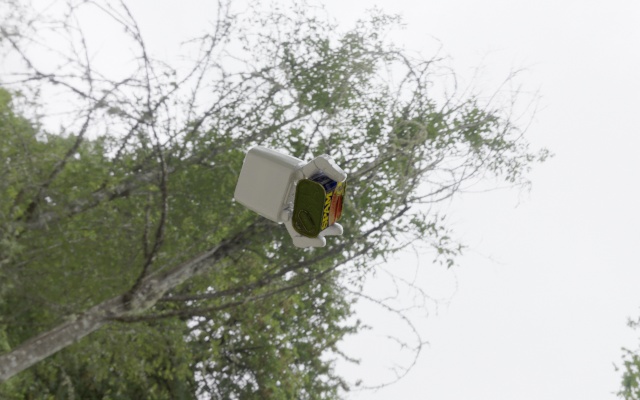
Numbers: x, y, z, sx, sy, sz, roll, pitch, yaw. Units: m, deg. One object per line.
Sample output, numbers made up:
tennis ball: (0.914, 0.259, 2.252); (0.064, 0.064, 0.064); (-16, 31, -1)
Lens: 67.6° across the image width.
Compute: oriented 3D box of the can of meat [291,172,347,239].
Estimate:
can of meat: (0.000, 0.003, 0.824); (0.057, 0.102, 0.084); (21, 27, 25)
